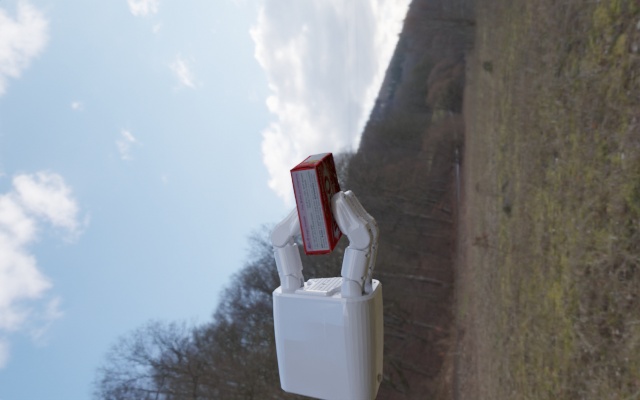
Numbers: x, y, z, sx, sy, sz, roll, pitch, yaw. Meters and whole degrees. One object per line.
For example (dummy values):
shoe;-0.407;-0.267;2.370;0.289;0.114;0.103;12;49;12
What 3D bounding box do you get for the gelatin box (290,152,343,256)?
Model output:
gelatin box;0.000;0.001;0.482;0.030;0.089;0.073;-7;14;16
